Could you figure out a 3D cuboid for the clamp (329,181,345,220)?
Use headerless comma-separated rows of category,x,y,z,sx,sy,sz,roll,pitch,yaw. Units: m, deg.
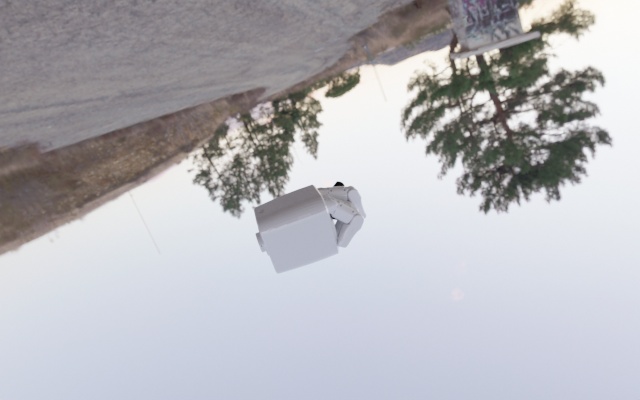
clamp,0.000,0.003,0.849,0.120,0.039,0.171,-17,14,-5
